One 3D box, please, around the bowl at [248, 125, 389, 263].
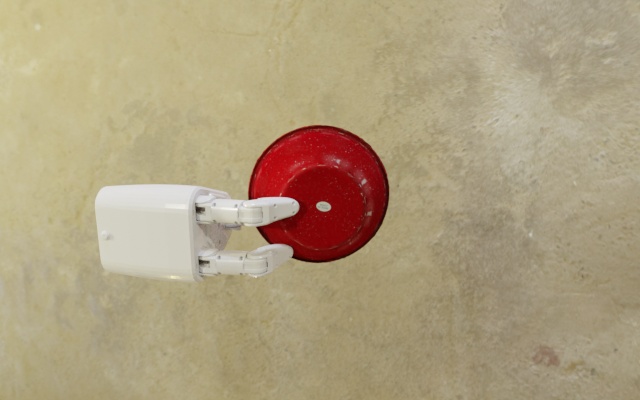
[{"bbox_3d":[0.001,0.001,0.518,0.162,0.162,0.055,0,15,-4],"label":"bowl"}]
